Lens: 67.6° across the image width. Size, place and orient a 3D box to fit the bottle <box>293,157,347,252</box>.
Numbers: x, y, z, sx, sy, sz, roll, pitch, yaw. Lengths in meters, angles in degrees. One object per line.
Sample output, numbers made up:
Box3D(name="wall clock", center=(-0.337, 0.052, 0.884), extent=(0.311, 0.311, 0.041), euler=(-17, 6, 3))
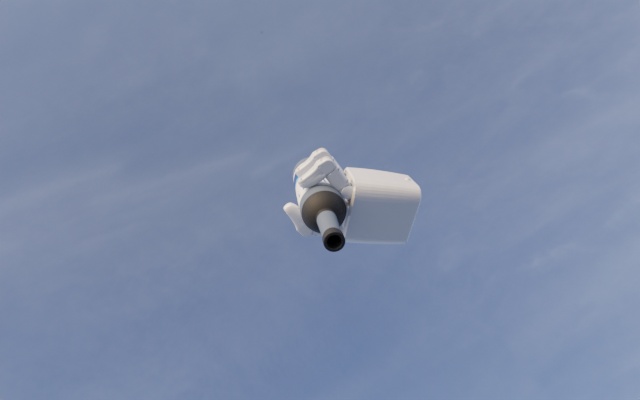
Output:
Box3D(name="bottle", center=(0.000, 0.002, 0.720), extent=(0.069, 0.069, 0.295), euler=(0, 19, -7))
